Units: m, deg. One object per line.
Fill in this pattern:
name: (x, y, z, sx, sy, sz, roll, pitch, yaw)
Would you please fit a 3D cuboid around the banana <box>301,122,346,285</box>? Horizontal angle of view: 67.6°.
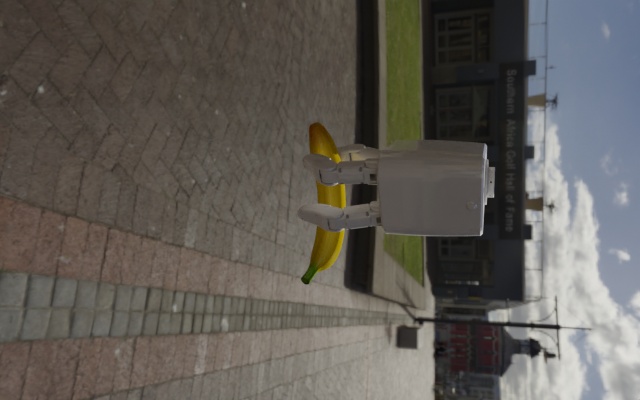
banana: (0.007, 0.003, 0.596, 0.037, 0.198, 0.069, 5, 9, 23)
